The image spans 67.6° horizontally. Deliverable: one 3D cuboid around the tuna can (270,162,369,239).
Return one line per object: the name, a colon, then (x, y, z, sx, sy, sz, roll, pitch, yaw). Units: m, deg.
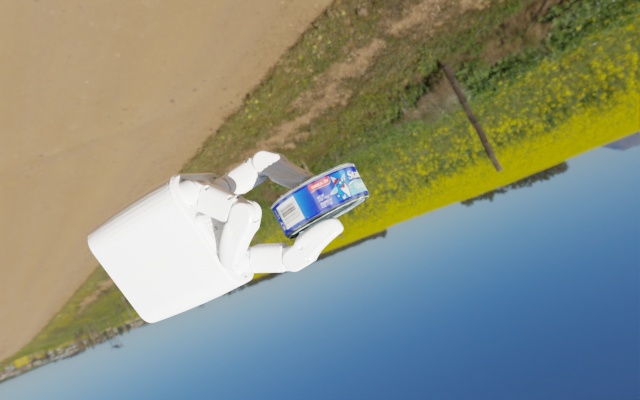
tuna can: (0.000, 0.002, 0.432, 0.086, 0.033, 0.086, -28, -7, -4)
